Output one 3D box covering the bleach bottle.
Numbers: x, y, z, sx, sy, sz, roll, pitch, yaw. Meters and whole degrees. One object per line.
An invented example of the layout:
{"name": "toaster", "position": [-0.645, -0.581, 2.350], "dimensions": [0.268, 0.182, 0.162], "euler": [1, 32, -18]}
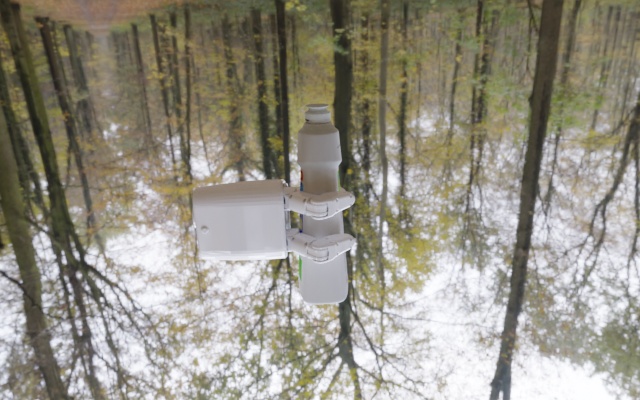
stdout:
{"name": "bleach bottle", "position": [0.000, 0.002, 0.615], "dimensions": [0.068, 0.251, 0.102], "euler": [-3, 20, -2]}
